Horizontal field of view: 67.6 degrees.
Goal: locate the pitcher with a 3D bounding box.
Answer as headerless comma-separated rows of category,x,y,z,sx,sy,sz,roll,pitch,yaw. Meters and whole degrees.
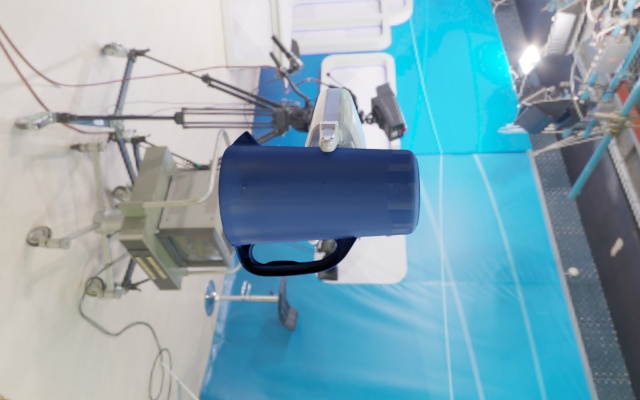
pitcher,0.000,0.002,0.613,0.243,0.149,0.145,-1,40,5
